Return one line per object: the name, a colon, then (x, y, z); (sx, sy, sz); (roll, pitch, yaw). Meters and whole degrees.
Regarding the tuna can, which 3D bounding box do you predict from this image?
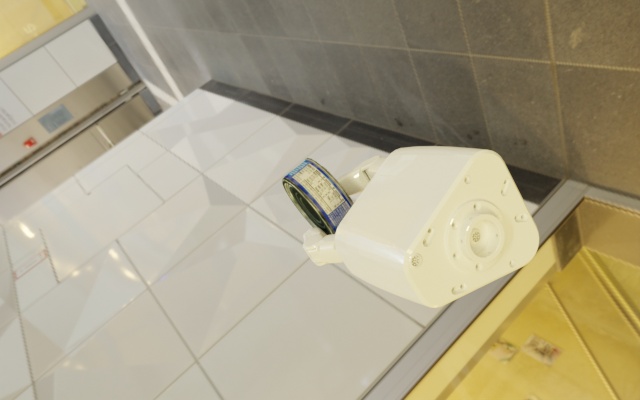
tuna can: (0.000, 0.002, 0.476); (0.033, 0.086, 0.086); (-39, 9, -11)
